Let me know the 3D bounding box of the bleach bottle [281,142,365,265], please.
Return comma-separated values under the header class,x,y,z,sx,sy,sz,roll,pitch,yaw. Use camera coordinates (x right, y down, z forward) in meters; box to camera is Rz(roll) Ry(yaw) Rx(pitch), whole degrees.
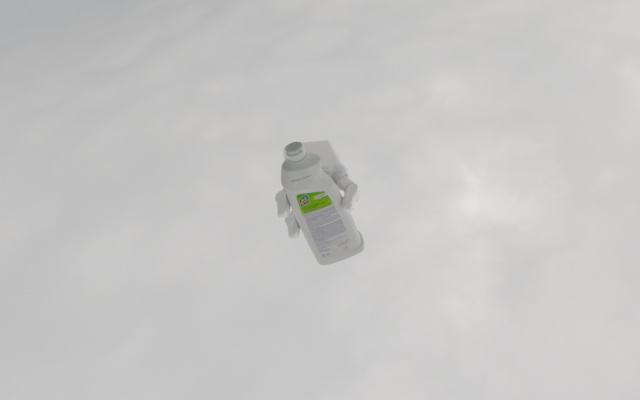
class,x,y,z,sx,sy,sz,roll,pitch,yaw
bleach bottle,0.000,0.003,0.841,0.102,0.251,0.068,-22,38,-1
